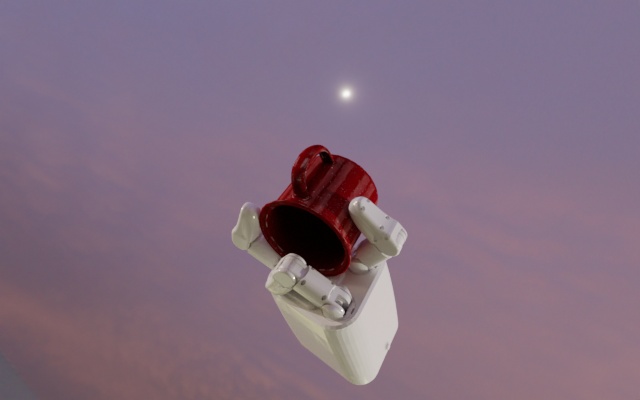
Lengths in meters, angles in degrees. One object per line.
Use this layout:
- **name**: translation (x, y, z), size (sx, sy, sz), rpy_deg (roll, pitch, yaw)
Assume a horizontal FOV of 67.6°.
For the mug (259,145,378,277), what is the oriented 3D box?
- **mug**: translation (0.000, 0.000, 0.441), size (0.093, 0.117, 0.081), rpy_deg (9, 45, 30)
